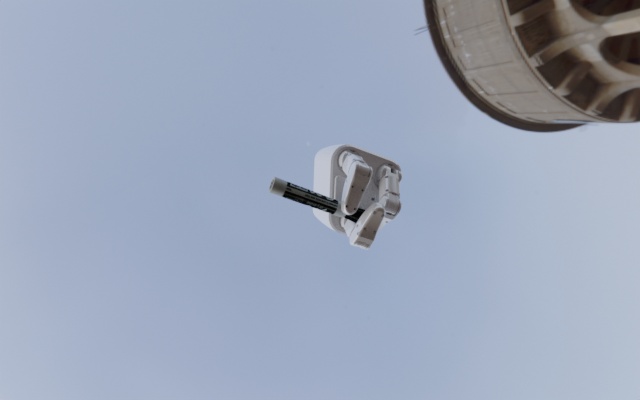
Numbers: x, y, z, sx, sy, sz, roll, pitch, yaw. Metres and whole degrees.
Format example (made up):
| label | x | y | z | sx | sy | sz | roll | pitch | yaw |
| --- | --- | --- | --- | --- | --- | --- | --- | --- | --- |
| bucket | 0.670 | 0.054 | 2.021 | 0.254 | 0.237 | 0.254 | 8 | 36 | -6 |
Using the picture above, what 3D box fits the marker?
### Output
| label | x | y | z | sx | sy | sz | roll | pitch | yaw |
| --- | --- | --- | --- | --- | --- | --- | --- | --- | --- |
| marker | 0.000 | 0.002 | 0.547 | 0.121 | 0.020 | 0.020 | 20 | -6 | -16 |
